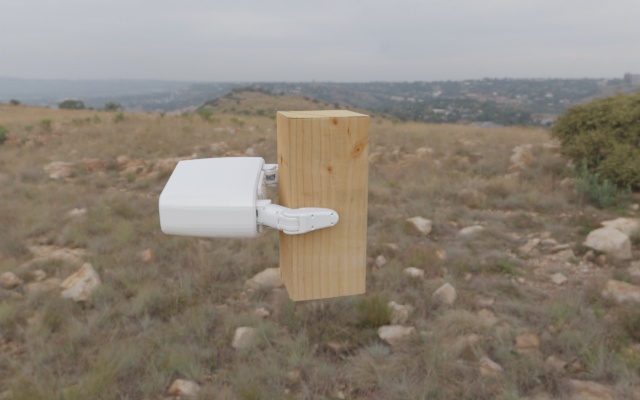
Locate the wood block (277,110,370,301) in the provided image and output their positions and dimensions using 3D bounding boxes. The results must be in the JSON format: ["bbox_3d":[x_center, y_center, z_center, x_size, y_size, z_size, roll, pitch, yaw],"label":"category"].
[{"bbox_3d":[0.000,0.002,0.562,0.090,0.206,0.090,-4,15,-13],"label":"wood block"}]
